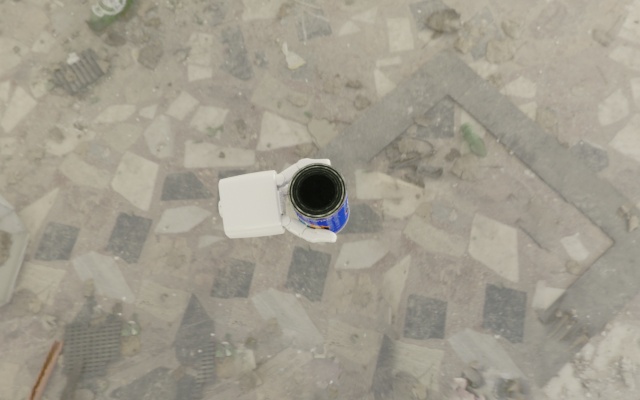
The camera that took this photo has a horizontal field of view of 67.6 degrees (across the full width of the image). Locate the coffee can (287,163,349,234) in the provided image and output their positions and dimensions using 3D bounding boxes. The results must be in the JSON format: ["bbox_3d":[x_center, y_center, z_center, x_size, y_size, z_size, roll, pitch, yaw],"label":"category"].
[{"bbox_3d":[0.000,0.003,0.879,0.103,0.102,0.140,0,-17,5],"label":"coffee can"}]
